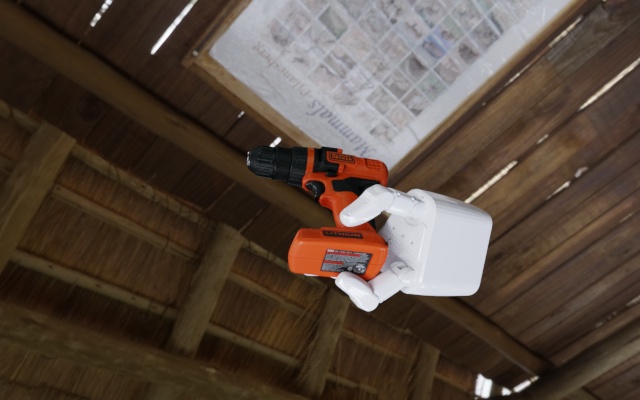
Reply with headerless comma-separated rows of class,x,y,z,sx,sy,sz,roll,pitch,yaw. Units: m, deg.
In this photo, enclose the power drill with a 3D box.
power drill,0.000,0.002,0.564,0.184,0.057,0.187,6,41,-8
